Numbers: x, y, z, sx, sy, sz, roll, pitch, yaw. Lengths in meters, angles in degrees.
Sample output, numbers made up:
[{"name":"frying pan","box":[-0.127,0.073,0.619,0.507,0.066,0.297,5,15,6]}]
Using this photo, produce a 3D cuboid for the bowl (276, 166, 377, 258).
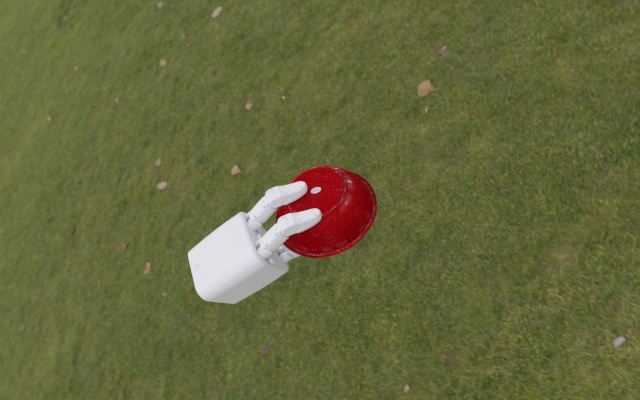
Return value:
[{"name":"bowl","box":[0.001,0.001,0.710,0.162,0.162,0.055,0,-35,20]}]
